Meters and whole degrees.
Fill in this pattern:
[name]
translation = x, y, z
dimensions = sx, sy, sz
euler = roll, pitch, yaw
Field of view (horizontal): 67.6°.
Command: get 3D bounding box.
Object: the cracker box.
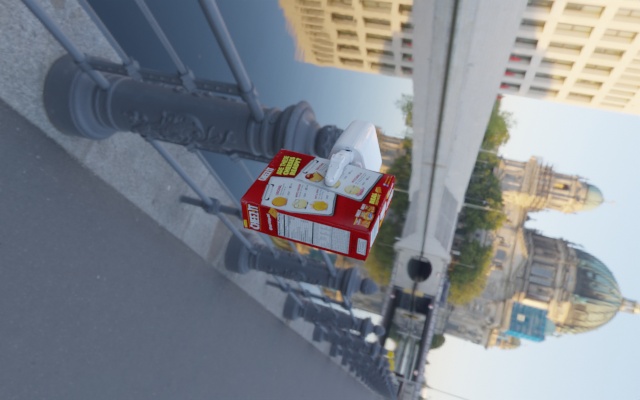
[cracker box]
translation = 0.000, 0.003, 0.797
dimensions = 0.213, 0.072, 0.164
euler = 14, 39, 15
